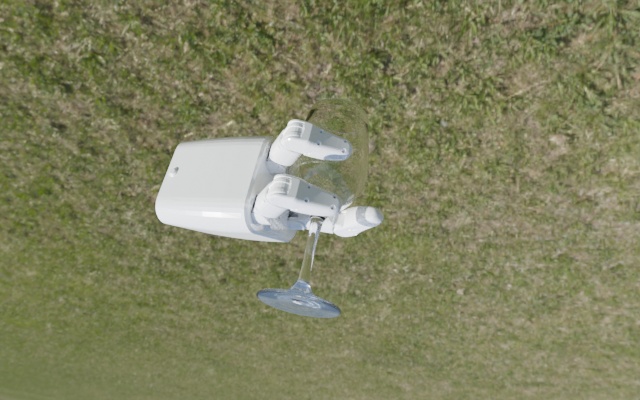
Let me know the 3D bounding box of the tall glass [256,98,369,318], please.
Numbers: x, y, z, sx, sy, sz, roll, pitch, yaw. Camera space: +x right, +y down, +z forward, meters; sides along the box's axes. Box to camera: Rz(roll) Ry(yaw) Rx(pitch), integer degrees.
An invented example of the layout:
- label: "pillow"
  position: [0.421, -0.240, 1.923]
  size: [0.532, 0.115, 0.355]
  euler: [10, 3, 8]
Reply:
- label: "tall glass"
  position: [0.000, 0.002, 0.450]
  size: [0.079, 0.201, 0.079]
  euler: [10, -25, 5]
